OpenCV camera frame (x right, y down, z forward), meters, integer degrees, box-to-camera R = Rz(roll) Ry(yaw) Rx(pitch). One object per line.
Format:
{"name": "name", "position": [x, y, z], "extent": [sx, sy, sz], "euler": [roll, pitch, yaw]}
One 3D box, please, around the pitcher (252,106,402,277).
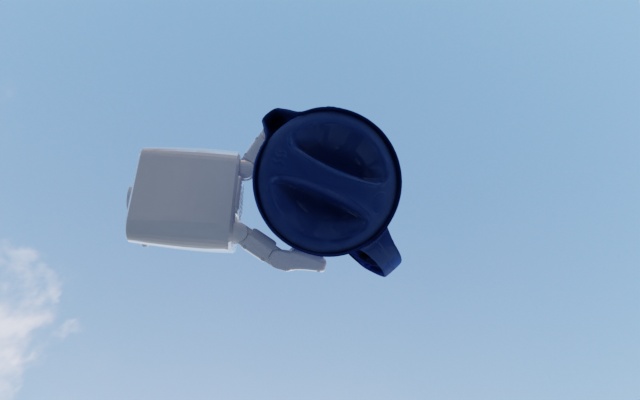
{"name": "pitcher", "position": [0.000, 0.002, 0.530], "extent": [0.145, 0.149, 0.243], "euler": [4, -6, -6]}
